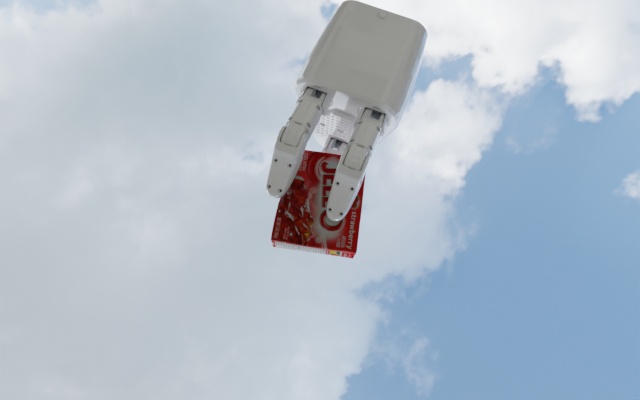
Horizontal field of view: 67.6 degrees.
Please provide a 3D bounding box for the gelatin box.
[{"bbox_3d":[0.000,0.002,0.421,0.073,0.089,0.030,9,-18,1],"label":"gelatin box"}]
